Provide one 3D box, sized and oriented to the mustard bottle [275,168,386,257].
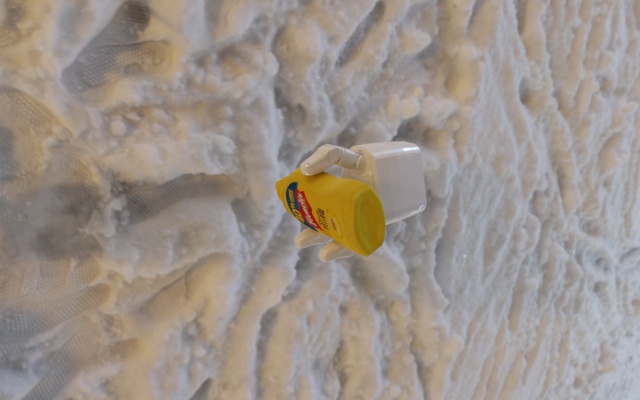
[{"bbox_3d":[0.000,0.002,0.647,0.058,0.096,0.191,-36,36,-26],"label":"mustard bottle"}]
